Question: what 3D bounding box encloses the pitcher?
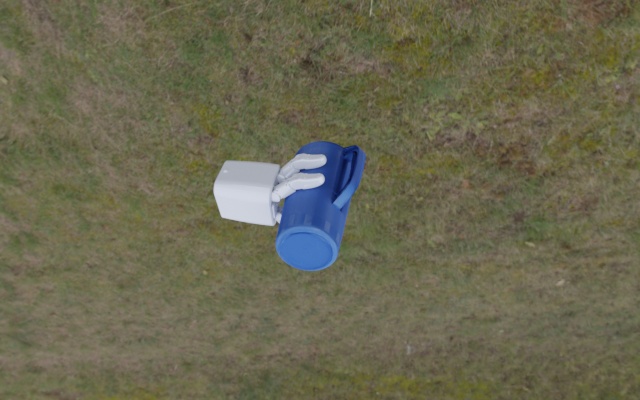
[{"bbox_3d":[0.000,0.003,0.879,0.145,0.149,0.242,7,41,5],"label":"pitcher"}]
